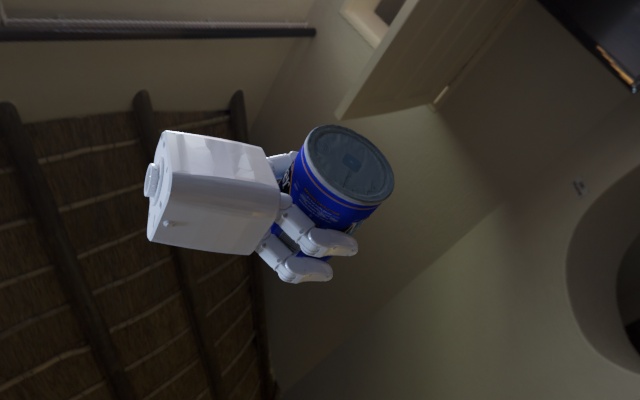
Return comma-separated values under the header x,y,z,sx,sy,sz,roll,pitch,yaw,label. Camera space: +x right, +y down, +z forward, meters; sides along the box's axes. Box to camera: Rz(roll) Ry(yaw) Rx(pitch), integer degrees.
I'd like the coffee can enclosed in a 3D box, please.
x,y,z,sx,sy,sz,roll,pitch,yaw,label
0.000,0.002,0.527,0.103,0.102,0.140,0,-36,-35,coffee can
